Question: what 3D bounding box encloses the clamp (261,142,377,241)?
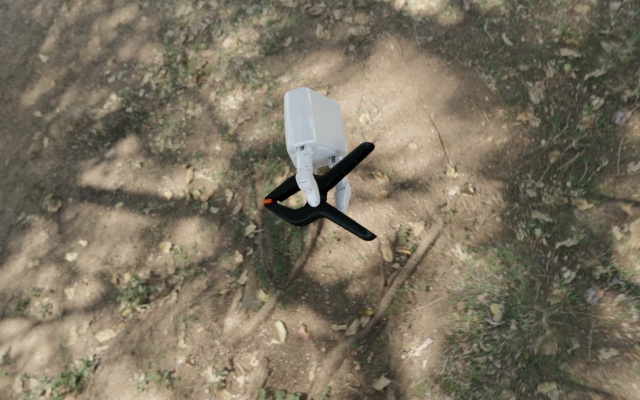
[{"bbox_3d":[-0.001,0.002,0.789,0.210,0.164,0.036,-14,-23,22],"label":"clamp"}]
